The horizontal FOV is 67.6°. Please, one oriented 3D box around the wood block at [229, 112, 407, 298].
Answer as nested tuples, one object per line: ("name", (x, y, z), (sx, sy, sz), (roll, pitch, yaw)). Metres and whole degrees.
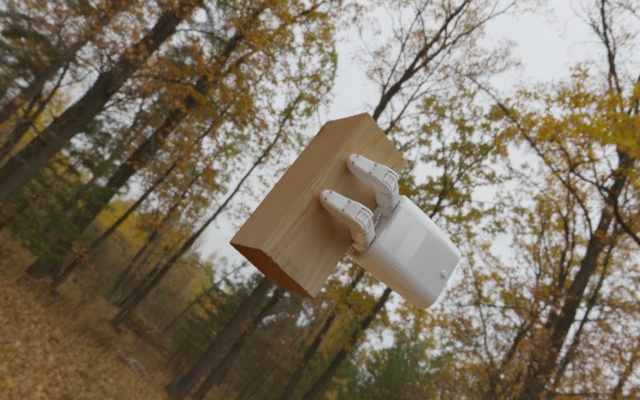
("wood block", (0.000, 0.002, 0.574), (0.090, 0.206, 0.091), (47, -23, -24))
